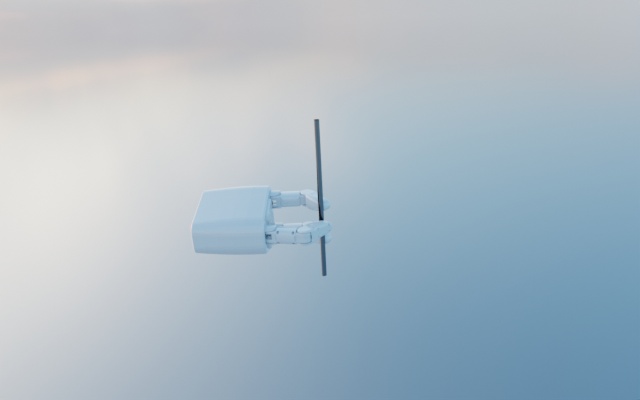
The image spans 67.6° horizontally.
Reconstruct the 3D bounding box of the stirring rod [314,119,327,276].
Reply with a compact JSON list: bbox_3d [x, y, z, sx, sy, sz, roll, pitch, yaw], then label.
[{"bbox_3d":[0.000,0.002,0.693,0.011,0.240,0.011,-3,21,1],"label":"stirring rod"}]
